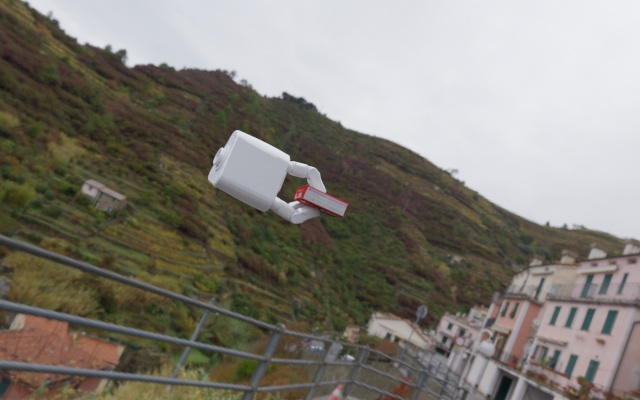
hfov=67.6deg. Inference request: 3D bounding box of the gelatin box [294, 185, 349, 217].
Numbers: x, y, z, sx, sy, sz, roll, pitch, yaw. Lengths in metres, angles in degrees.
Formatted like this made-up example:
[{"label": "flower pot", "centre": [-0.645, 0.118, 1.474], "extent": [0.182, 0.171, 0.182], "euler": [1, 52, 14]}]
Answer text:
[{"label": "gelatin box", "centre": [0.001, 0.003, 0.892], "extent": [0.089, 0.030, 0.073], "euler": [24, -7, -11]}]
